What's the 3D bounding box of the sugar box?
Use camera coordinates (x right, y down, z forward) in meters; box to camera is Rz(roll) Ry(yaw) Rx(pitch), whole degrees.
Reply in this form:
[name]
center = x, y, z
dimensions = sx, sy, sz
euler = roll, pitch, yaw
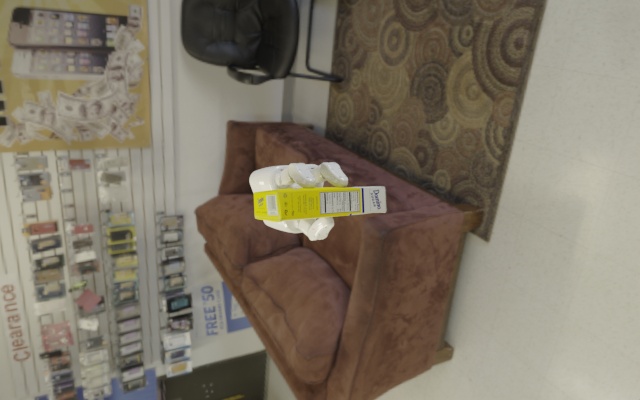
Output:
[sugar box]
center = 0.000, 0.002, 0.707
dimensions = 0.176, 0.048, 0.093
euler = -6, 4, -29
